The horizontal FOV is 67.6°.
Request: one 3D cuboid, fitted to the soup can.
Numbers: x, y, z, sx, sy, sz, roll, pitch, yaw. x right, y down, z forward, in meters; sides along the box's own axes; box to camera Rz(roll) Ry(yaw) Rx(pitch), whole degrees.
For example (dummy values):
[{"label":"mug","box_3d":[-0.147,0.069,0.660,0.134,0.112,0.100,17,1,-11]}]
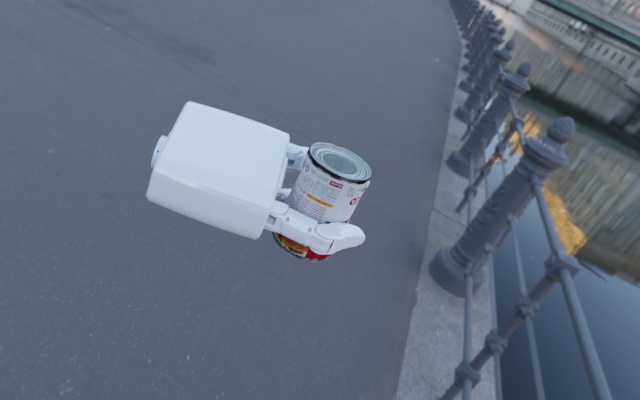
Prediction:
[{"label":"soup can","box_3d":[0.001,0.002,0.478,0.068,0.102,0.068,19,30,-11]}]
